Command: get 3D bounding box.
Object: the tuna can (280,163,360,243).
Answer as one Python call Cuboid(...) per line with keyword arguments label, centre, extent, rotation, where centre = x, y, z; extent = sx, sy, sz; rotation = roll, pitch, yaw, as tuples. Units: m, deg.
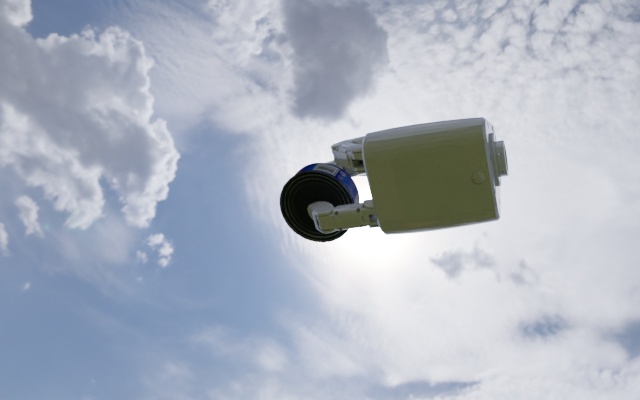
Cuboid(label="tuna can", centre=(0.000, 0.002, 0.534), extent=(0.086, 0.086, 0.033), rotation=(0, 24, 19))
